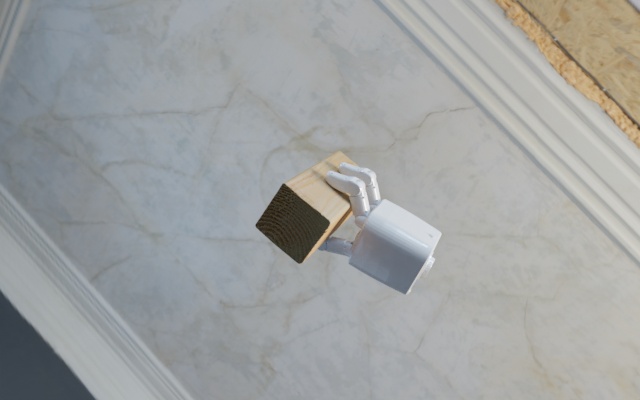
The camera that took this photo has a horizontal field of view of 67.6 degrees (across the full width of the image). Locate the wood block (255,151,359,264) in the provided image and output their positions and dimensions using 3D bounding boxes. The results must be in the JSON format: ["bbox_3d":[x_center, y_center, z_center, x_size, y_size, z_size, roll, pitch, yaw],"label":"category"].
[{"bbox_3d":[0.000,0.003,0.752,0.090,0.091,0.206,40,29,8],"label":"wood block"}]
